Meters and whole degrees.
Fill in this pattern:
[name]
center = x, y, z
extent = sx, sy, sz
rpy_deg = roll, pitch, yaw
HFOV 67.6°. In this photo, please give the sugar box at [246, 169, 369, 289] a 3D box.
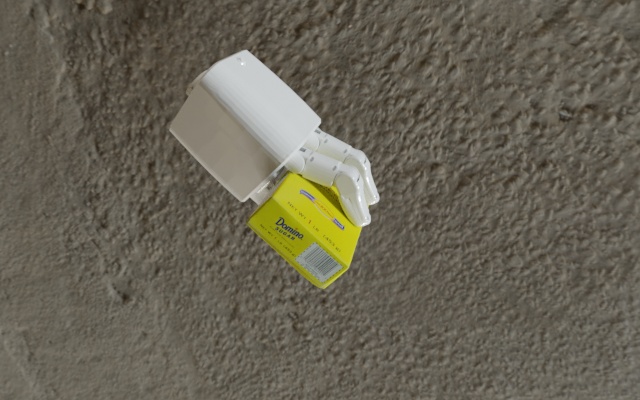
[sugar box]
center = 0.000, 0.001, 0.484
extent = 0.048, 0.093, 0.176
rpy_deg = -41, 10, 29
